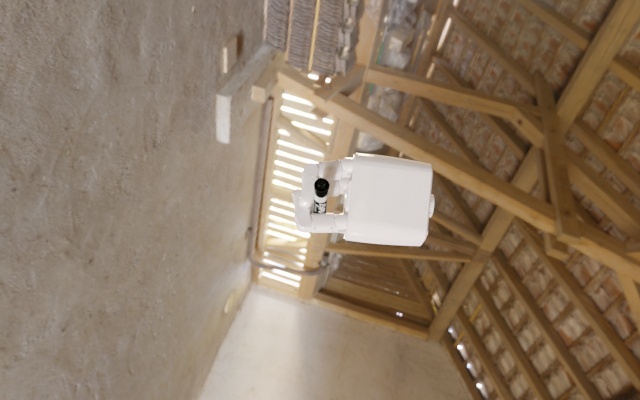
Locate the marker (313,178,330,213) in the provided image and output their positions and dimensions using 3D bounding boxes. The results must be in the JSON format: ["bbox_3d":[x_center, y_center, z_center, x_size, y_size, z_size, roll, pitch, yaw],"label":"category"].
[{"bbox_3d":[0.000,0.002,0.619,0.020,0.020,0.121,0,-22,-2],"label":"marker"}]
